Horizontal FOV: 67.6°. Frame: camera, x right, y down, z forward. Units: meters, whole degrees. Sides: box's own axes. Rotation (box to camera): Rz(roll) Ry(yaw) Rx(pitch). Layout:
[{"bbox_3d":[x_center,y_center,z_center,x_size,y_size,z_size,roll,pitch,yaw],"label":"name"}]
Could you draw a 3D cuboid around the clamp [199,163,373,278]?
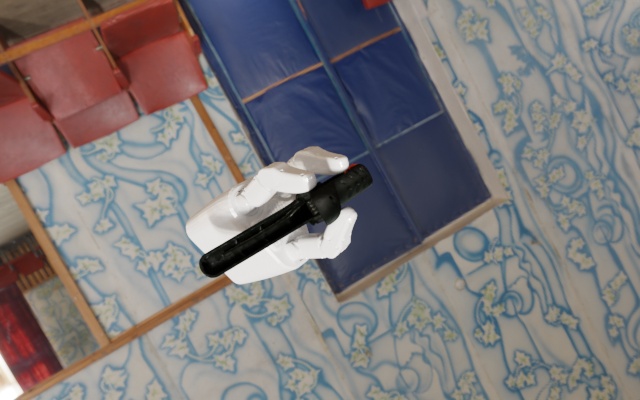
[{"bbox_3d":[0.001,0.002,0.463,0.164,0.036,0.210,-25,5,43],"label":"clamp"}]
